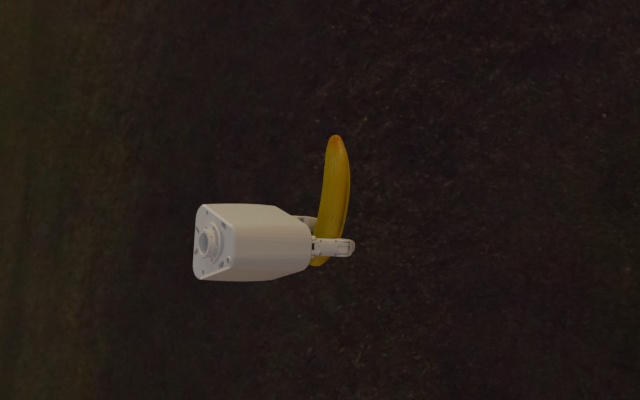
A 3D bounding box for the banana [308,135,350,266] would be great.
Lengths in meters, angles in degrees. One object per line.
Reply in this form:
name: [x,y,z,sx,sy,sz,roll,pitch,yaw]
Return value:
banana: [0.009,0.012,0.654,0.037,0.198,0.069,3,18,-35]
